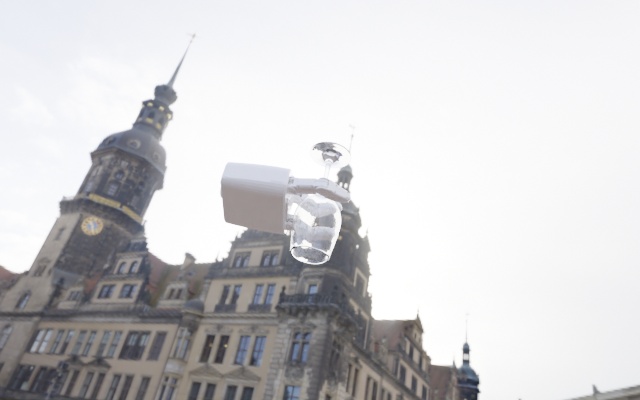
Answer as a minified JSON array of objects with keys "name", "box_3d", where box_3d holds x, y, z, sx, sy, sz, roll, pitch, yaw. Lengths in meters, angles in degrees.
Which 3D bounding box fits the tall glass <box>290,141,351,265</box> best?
[{"name":"tall glass","box_3d":[0.000,0.002,0.790,0.079,0.201,0.079,8,-32,5]}]
